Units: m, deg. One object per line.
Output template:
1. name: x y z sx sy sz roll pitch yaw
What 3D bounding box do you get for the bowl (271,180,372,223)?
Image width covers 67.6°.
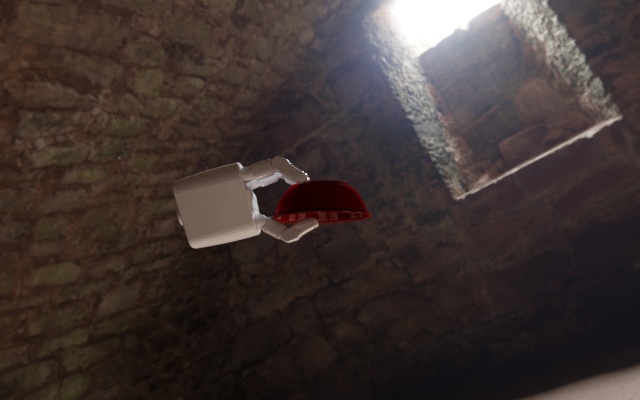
1. bowl: 0.001 0.002 0.762 0.162 0.055 0.162 -1 -8 0
